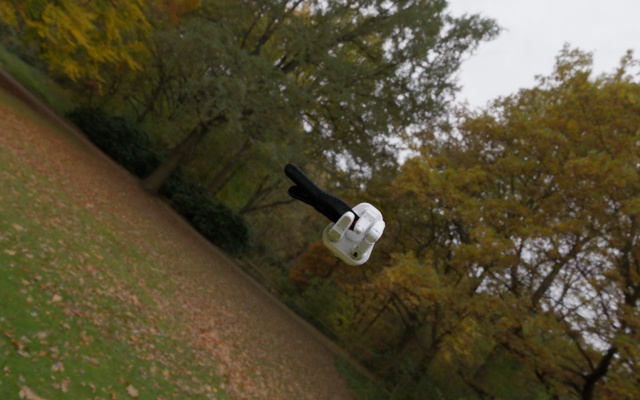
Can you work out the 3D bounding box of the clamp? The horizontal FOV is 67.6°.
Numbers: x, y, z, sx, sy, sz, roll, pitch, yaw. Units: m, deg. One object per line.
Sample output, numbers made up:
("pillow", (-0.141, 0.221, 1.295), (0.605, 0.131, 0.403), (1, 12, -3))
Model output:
("clamp", (0.001, 0.003, 0.892), (0.171, 0.039, 0.120), (39, -11, 4))
